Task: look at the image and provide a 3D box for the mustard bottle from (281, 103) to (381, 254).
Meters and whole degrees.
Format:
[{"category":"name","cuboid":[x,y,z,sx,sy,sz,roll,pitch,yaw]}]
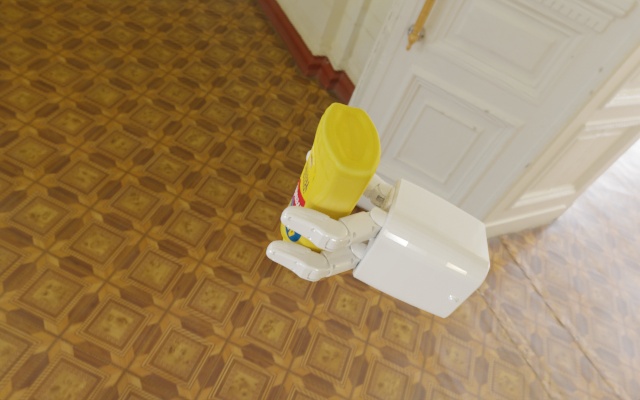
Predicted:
[{"category":"mustard bottle","cuboid":[0.000,0.001,0.490,0.058,0.096,0.192,10,-42,-15]}]
